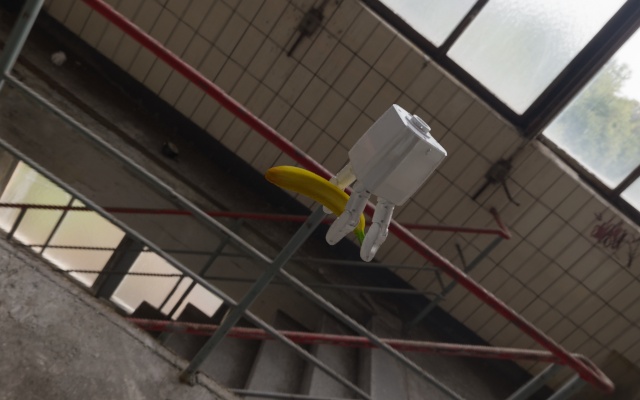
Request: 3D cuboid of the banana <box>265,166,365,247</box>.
[{"bbox_3d":[0.002,-0.006,0.727,0.198,0.037,0.069,34,26,-21],"label":"banana"}]
